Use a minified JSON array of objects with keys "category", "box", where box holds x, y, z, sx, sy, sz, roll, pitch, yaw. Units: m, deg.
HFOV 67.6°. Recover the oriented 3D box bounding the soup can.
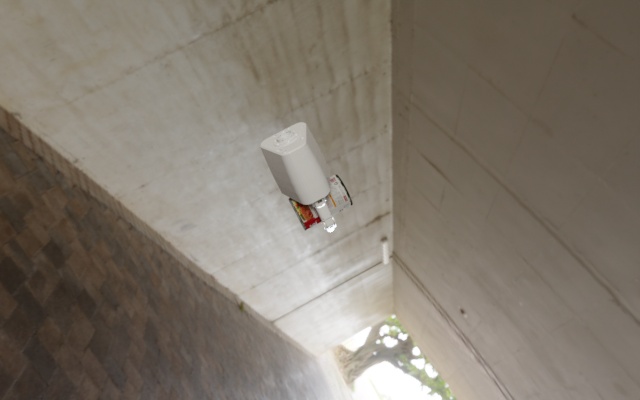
[{"category":"soup can","box":[0.001,0.003,0.891,0.102,0.068,0.068,-28,2,-4]}]
